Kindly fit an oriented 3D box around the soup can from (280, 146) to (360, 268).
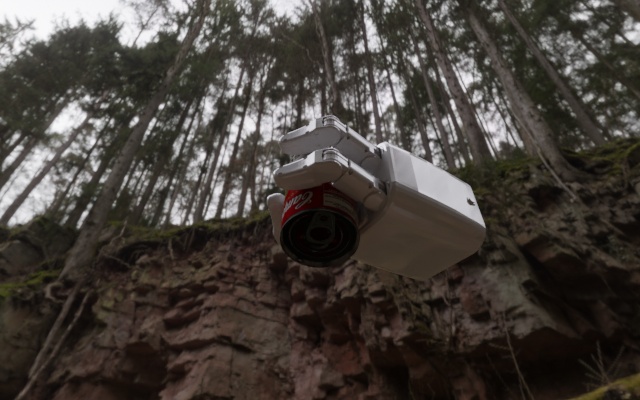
[{"bbox_3d":[0.000,0.001,0.440,0.068,0.069,0.102,0,40,1],"label":"soup can"}]
